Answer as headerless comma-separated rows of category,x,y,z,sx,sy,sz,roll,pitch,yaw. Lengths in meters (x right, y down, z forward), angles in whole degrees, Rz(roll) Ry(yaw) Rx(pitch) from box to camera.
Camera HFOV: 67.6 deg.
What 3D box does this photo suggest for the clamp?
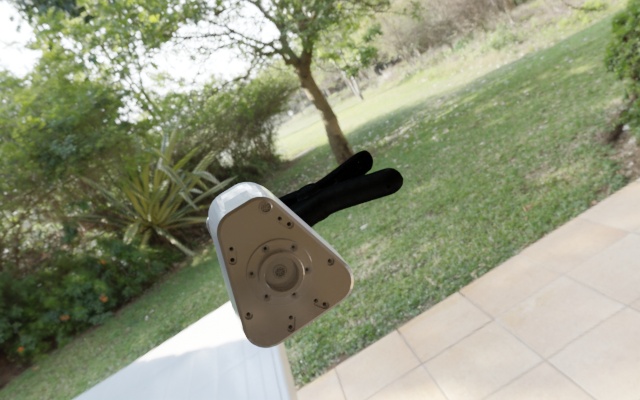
clamp,0.000,0.001,0.481,0.171,0.039,0.120,-32,13,-9
